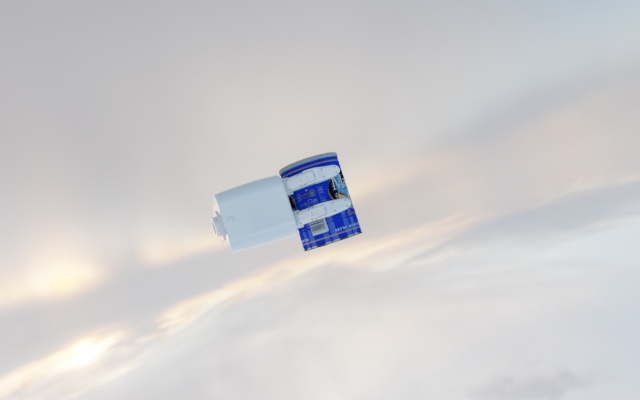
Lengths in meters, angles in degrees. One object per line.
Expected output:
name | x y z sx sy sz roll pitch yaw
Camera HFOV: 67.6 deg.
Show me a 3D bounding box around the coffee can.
coffee can | 0.000 0.002 0.794 0.103 0.140 0.103 -18 -4 -1
